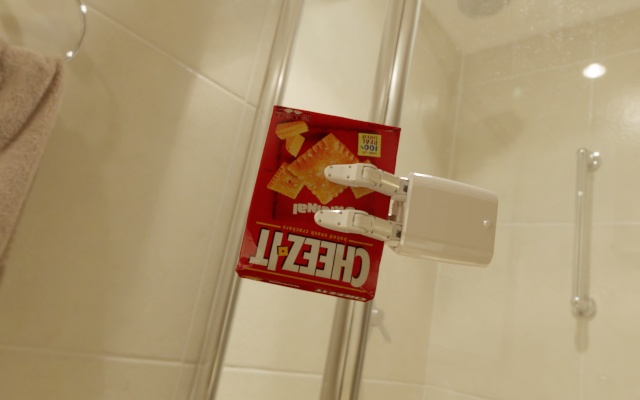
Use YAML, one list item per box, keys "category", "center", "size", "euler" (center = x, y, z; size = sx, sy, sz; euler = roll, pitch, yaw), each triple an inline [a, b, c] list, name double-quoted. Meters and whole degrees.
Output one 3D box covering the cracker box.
- category: "cracker box"
  center: [0.000, 0.002, 0.586]
  size: [0.164, 0.213, 0.072]
  euler: [11, -15, -1]
